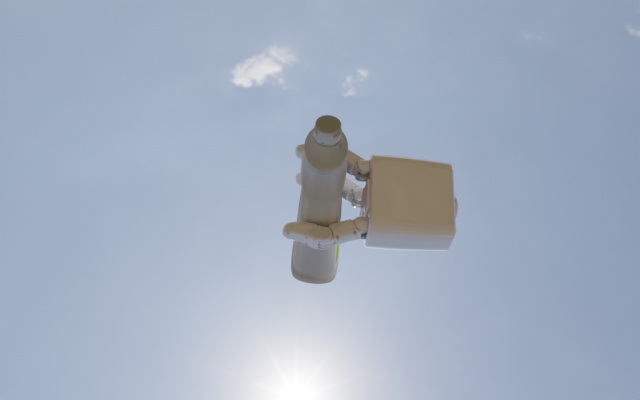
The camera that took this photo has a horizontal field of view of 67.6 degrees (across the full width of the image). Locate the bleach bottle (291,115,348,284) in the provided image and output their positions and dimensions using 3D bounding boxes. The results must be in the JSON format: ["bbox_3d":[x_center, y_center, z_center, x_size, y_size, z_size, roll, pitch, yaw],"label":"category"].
[{"bbox_3d":[0.000,0.002,0.604,0.068,0.102,0.251,5,-38,0],"label":"bleach bottle"}]
